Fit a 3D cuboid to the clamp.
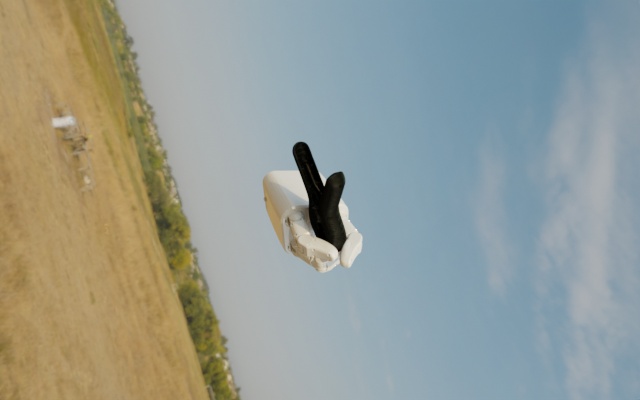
[{"bbox_3d":[0.001,0.002,0.665,0.039,0.172,0.120,-16,42,-16],"label":"clamp"}]
